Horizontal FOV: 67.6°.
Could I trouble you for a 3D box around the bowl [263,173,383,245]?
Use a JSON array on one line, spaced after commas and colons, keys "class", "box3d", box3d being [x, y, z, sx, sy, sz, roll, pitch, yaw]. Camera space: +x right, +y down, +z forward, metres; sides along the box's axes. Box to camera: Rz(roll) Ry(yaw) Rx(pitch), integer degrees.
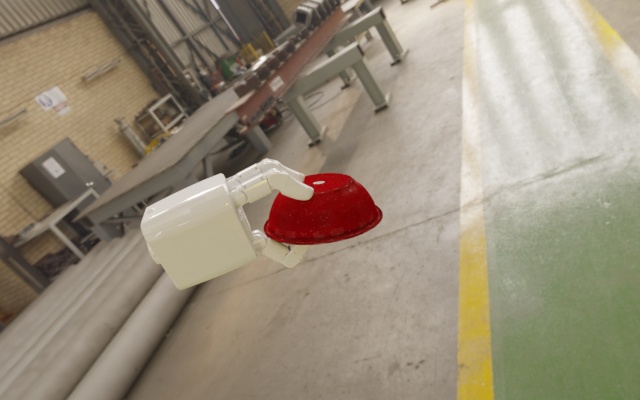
[{"class": "bowl", "box3d": [0.001, 0.001, 0.634, 0.162, 0.055, 0.162, -7, 18, 2]}]
